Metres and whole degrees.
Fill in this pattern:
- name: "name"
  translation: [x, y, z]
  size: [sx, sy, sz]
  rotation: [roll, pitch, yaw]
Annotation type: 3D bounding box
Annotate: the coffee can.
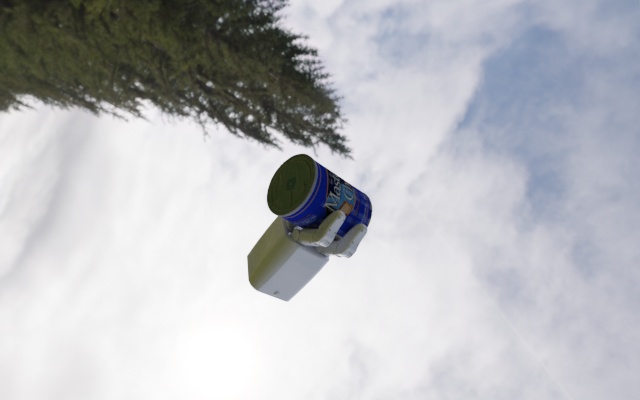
- name: "coffee can"
  translation: [0.000, 0.002, 0.758]
  size: [0.103, 0.102, 0.140]
  rotation: [0, -23, 46]
